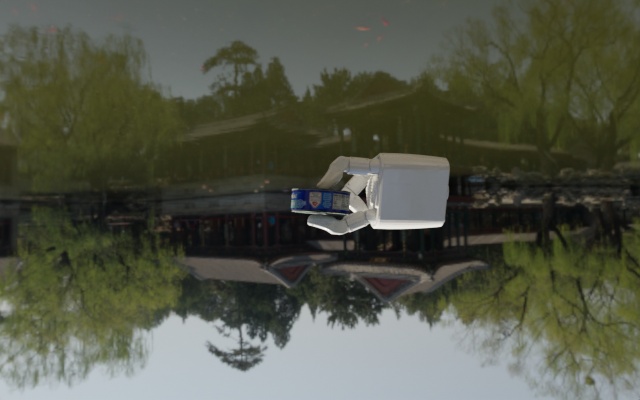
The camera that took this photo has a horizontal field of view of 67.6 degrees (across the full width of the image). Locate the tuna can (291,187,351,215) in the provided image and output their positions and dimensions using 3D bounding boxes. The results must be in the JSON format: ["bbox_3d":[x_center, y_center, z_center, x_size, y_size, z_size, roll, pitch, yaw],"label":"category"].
[{"bbox_3d":[0.000,0.003,0.690,0.086,0.034,0.086,4,-3,0],"label":"tuna can"}]
